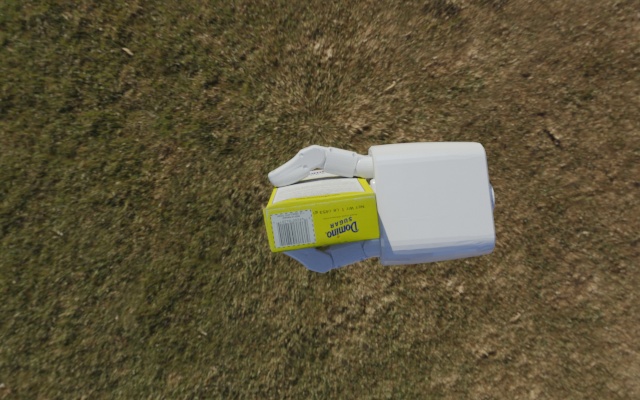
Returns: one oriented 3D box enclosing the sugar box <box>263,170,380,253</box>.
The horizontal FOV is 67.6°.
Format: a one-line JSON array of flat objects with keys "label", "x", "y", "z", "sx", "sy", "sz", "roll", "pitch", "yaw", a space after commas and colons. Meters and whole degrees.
[{"label": "sugar box", "x": 0.000, "y": 0.002, "z": 0.470, "sx": 0.093, "sy": 0.048, "sz": 0.176, "roll": -7, "pitch": 9, "yaw": 1}]
